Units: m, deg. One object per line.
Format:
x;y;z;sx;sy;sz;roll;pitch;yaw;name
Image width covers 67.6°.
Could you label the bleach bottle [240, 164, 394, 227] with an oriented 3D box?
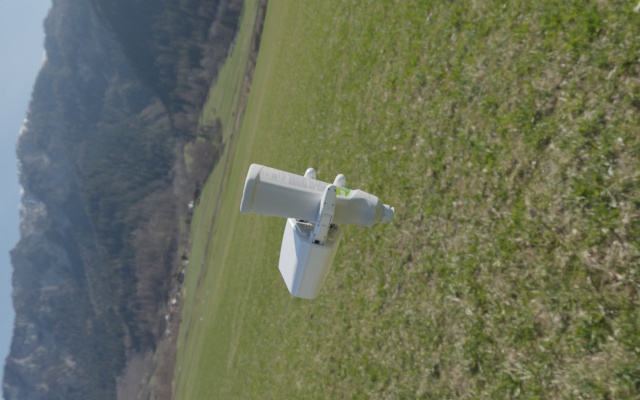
0.000;0.003;0.792;0.251;0.068;0.102;12;21;-7;bleach bottle
